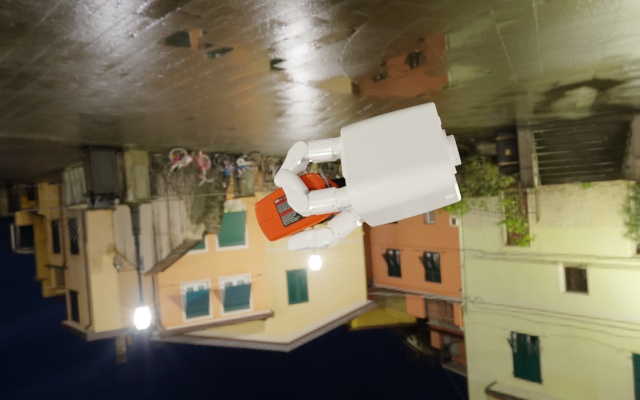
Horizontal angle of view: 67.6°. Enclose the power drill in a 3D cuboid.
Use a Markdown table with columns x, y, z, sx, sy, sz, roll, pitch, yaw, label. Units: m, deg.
| x | y | z | sx | sy | sz | roll | pitch | yaw | label |
| --- | --- | --- | --- | --- | --- | --- | --- | --- | --- |
| 0.000 | 0.002 | 0.633 | 0.184 | 0.057 | 0.187 | -29 | -6 | 32 | power drill |
